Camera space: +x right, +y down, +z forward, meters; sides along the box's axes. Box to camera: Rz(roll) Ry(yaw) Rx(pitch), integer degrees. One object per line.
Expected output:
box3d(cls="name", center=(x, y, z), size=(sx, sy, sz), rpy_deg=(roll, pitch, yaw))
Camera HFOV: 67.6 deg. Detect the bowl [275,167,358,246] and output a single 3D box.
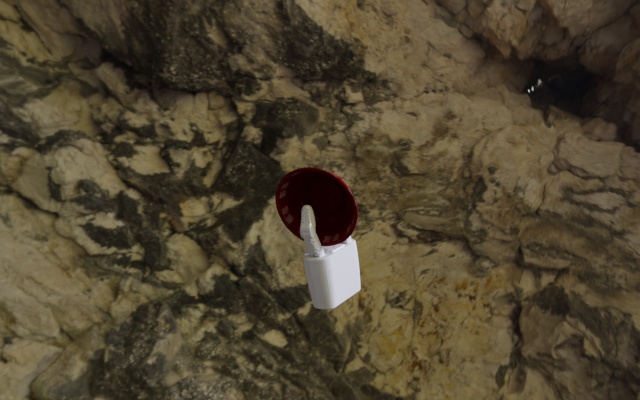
box3d(cls="bowl", center=(0.000, 0.002, 0.882), size=(0.162, 0.162, 0.055), rpy_deg=(0, 27, 25))
